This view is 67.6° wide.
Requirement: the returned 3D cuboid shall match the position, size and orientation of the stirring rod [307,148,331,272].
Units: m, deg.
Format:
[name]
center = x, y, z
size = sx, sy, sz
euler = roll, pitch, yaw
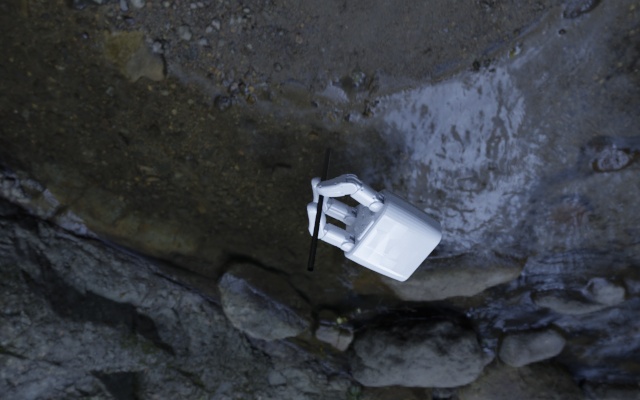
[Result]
[stirring rod]
center = 0.000, 0.002, 0.672
size = 0.011, 0.011, 0.239
euler = 0, 43, 8
